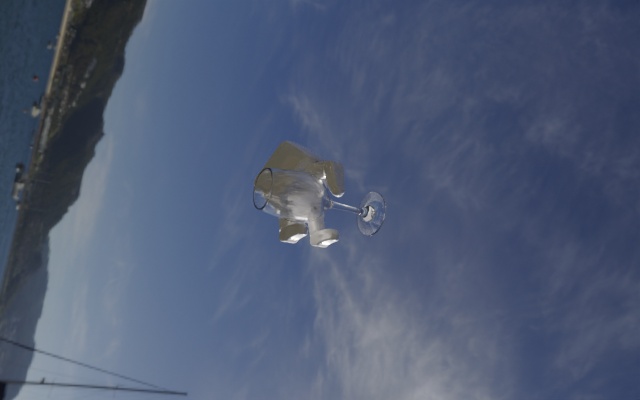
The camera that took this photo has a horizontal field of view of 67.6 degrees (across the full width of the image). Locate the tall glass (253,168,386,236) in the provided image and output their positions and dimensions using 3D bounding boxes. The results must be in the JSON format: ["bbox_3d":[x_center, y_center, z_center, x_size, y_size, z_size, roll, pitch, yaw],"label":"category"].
[{"bbox_3d":[0.001,0.003,0.733,0.201,0.079,0.079,13,-7,-31],"label":"tall glass"}]
